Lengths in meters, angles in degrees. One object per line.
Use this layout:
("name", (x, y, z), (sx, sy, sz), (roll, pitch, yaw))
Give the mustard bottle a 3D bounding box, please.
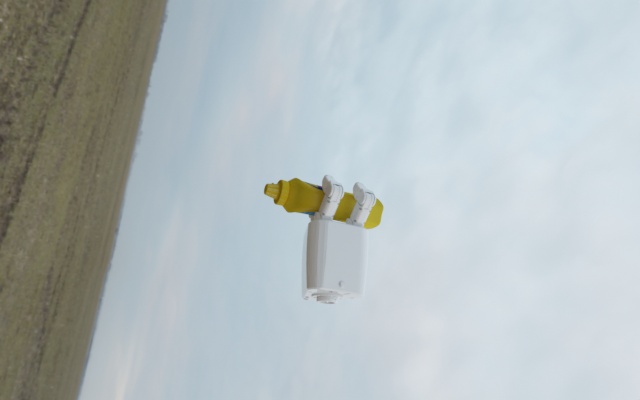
("mustard bottle", (0.000, 0.002, 0.783), (0.191, 0.058, 0.096), (13, 2, -22))
